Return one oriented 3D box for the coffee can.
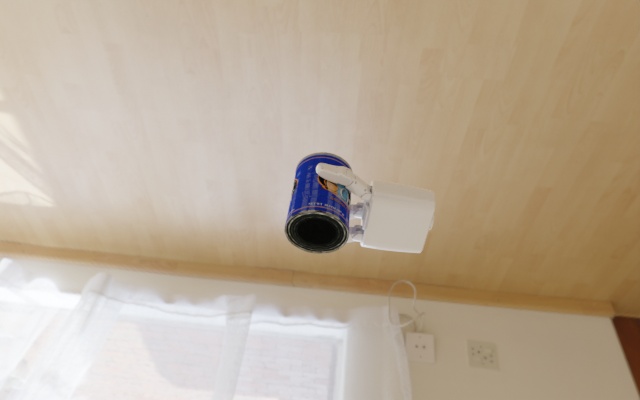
[{"bbox_3d":[0.000,0.002,0.798,0.103,0.140,0.103,4,-44,4],"label":"coffee can"}]
